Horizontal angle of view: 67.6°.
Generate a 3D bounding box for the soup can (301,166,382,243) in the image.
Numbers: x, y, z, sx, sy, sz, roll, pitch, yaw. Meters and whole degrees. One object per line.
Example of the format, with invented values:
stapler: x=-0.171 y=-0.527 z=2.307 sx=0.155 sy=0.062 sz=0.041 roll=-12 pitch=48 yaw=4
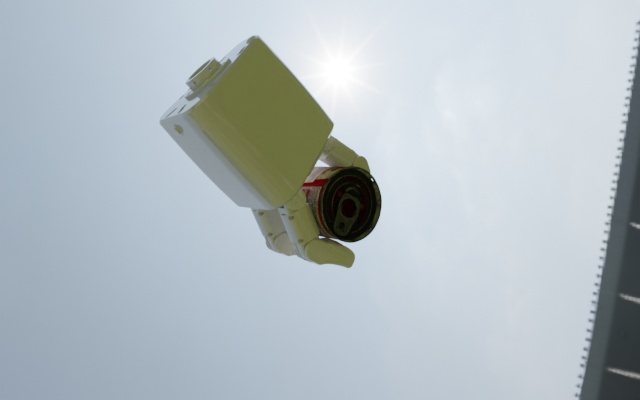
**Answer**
soup can: x=0.000 y=0.002 z=0.462 sx=0.068 sy=0.068 sz=0.102 roll=0 pitch=2 yaw=-35
